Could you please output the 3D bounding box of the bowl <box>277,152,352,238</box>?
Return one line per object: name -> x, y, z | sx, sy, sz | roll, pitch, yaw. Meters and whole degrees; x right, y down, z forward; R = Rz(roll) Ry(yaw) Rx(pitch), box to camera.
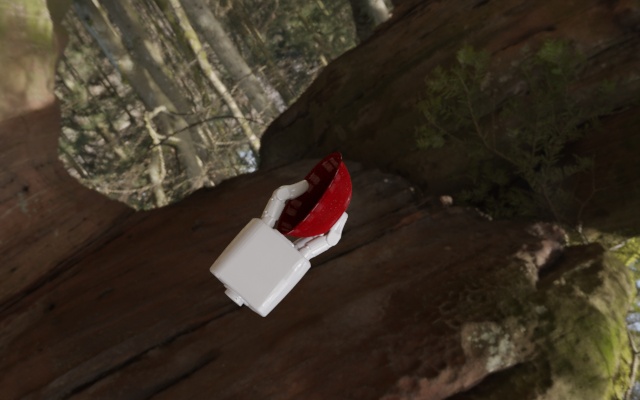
bowl -> 0.001, 0.002, 0.762 | 0.055, 0.162, 0.162 | 36, -11, -16
